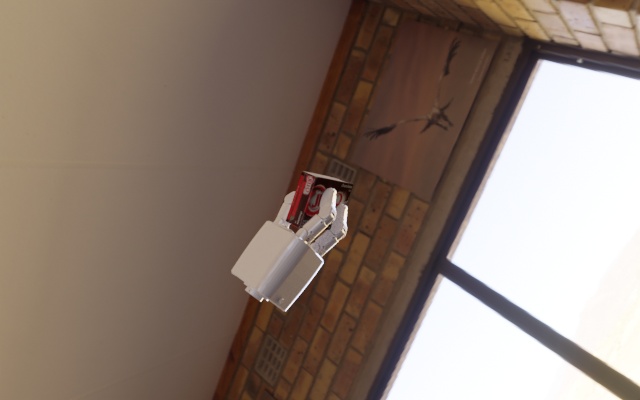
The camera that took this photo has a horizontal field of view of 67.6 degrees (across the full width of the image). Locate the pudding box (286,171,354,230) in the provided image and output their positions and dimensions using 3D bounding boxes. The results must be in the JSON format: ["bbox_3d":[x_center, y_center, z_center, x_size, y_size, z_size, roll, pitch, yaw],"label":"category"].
[{"bbox_3d":[0.000,0.003,0.809,0.039,0.090,0.113,26,11,33],"label":"pudding box"}]
